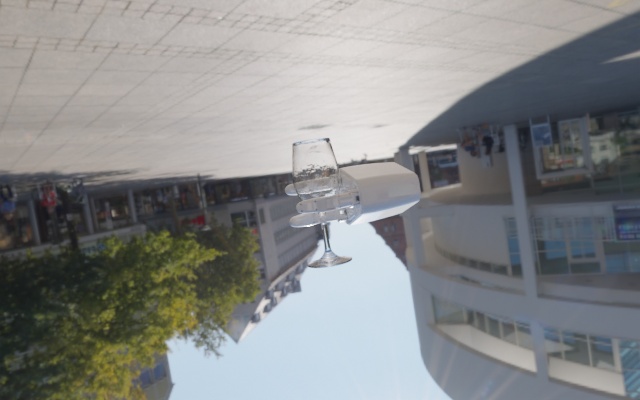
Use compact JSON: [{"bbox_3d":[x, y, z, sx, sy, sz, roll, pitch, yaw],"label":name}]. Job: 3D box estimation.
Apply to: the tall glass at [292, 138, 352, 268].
[{"bbox_3d":[0.000,0.003,0.771,0.079,0.201,0.079,-9,3,1],"label":"tall glass"}]
